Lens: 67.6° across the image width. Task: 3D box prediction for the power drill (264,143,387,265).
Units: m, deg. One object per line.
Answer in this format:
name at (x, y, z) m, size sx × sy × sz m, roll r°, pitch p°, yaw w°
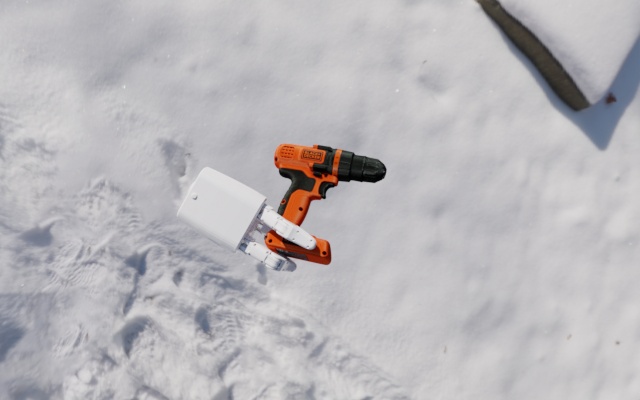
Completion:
power drill at (0.000, 0.003, 0.752) m, size 0.184 × 0.187 × 0.057 m, roll 9°, pitch -22°, yaw 12°
